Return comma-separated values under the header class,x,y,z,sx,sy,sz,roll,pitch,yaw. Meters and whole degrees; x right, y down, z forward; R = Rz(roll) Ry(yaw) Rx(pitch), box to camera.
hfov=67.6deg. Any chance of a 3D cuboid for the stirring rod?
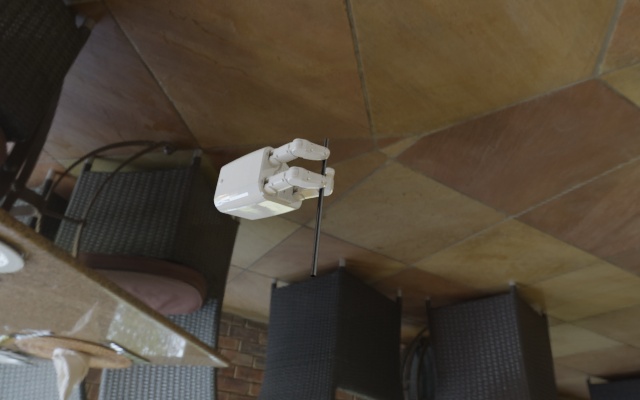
class,x,y,z,sx,sy,sz,roll,pitch,yaw
stirring rod,0.000,0.002,0.722,0.011,0.239,0.011,4,-32,3
